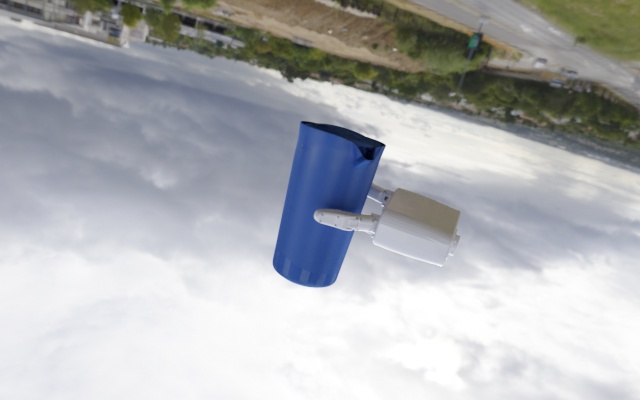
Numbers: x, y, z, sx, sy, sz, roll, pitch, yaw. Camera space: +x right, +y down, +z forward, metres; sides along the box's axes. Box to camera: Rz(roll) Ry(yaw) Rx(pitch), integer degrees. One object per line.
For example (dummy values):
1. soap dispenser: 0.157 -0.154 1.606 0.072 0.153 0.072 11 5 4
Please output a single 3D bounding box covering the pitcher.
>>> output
1. pitcher: 0.000 0.003 0.748 0.145 0.243 0.149 19 14 12
